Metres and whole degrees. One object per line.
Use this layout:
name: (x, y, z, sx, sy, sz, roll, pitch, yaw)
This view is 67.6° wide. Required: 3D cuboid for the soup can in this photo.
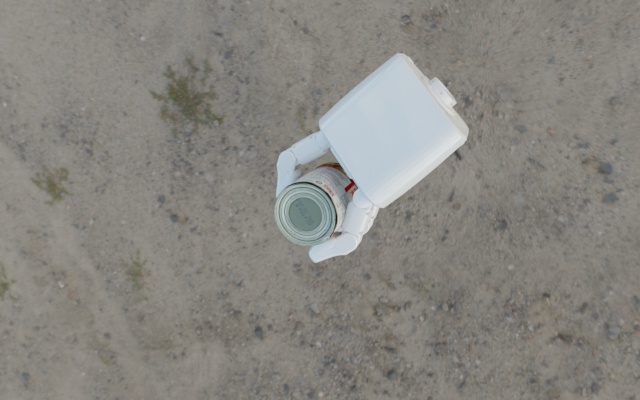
soup can: (0.000, 0.002, 0.511, 0.068, 0.068, 0.102, 0, 15, 19)
